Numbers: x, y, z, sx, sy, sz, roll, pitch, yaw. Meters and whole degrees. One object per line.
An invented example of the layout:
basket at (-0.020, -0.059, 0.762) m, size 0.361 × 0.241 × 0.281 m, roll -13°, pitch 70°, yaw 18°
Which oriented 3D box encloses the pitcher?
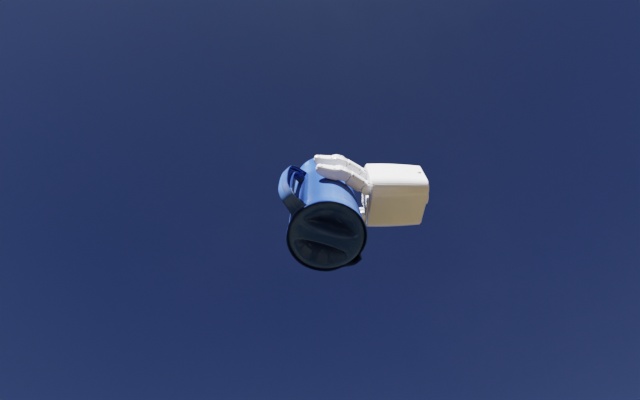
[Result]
pitcher at (0.000, 0.003, 0.875) m, size 0.145 × 0.149 × 0.242 m, roll 0°, pitch 27°, yaw -2°
